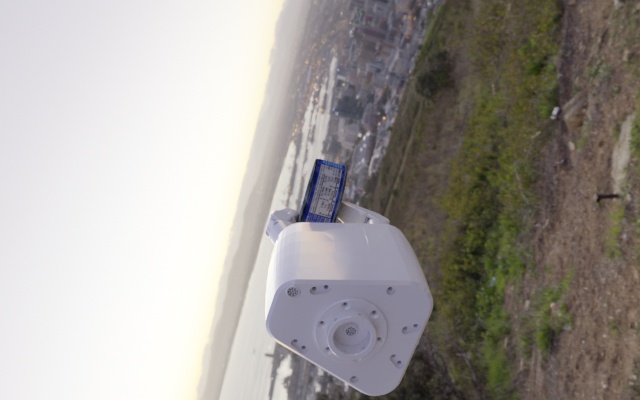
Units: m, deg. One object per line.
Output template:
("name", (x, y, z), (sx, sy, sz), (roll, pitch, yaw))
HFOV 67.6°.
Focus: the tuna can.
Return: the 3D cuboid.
("tuna can", (0.000, 0.001, 0.487), (0.034, 0.086, 0.086), (15, -1, -3))
